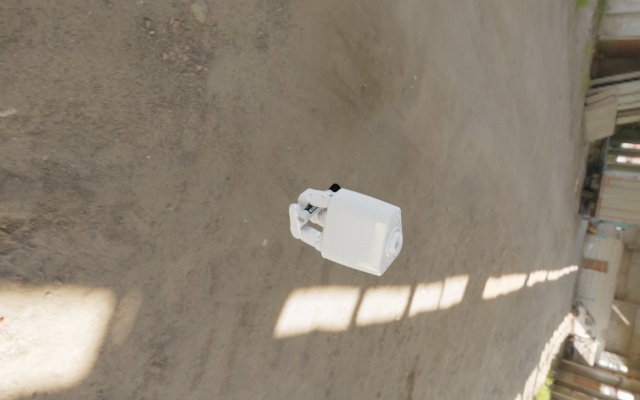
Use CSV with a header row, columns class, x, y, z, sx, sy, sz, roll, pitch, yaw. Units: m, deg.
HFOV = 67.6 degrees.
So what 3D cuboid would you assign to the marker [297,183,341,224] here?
class,x,y,z,sx,sy,sz,roll,pitch,yaw
marker,0.000,0.003,0.822,0.020,0.020,0.121,0,27,36
